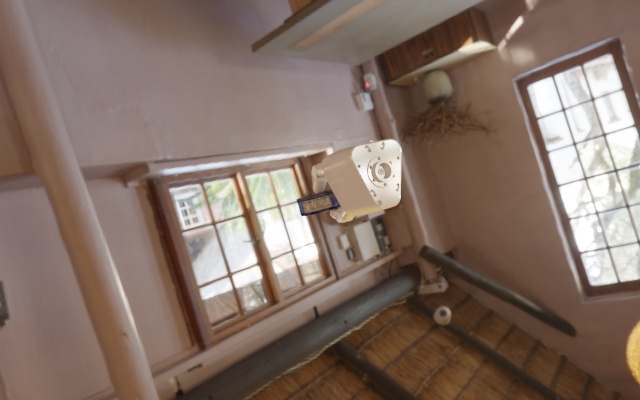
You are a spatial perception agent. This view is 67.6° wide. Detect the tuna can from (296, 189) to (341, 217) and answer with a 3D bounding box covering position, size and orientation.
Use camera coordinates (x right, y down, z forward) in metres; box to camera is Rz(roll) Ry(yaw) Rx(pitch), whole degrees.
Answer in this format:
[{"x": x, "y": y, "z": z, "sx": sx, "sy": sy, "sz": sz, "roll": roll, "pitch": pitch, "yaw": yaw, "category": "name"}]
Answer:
[{"x": 0.000, "y": 0.003, "z": 0.885, "sx": 0.086, "sy": 0.034, "sz": 0.086, "roll": -15, "pitch": 4, "yaw": 1, "category": "tuna can"}]
